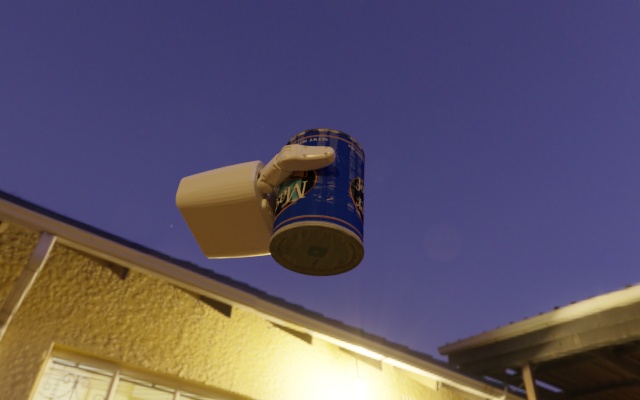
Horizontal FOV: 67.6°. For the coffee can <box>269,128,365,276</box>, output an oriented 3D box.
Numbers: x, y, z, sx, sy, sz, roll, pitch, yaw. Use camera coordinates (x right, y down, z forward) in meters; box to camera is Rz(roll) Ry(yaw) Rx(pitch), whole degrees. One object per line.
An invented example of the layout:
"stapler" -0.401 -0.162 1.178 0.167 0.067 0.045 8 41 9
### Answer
"coffee can" 0.000 0.002 0.554 0.103 0.140 0.103 3 -38 2
